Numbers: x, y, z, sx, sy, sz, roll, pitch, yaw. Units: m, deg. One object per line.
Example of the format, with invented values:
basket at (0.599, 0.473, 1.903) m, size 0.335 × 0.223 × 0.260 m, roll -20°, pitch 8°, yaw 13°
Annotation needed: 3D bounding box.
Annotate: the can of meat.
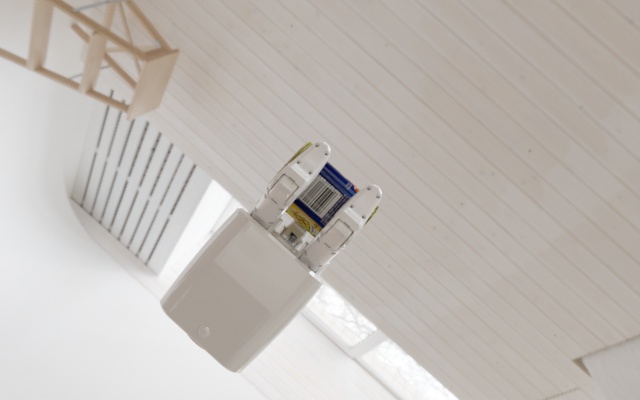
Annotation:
can of meat at (0.000, 0.002, 0.445) m, size 0.084 × 0.057 × 0.102 m, roll 42°, pitch -10°, yaw 2°
